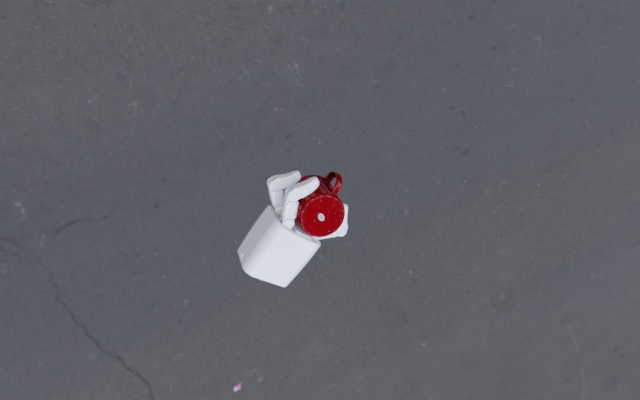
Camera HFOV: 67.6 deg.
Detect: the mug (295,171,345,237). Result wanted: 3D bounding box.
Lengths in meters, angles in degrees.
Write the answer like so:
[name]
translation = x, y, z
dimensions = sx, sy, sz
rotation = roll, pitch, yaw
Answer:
[mug]
translation = 0.001, 0.002, 0.832
dimensions = 0.093, 0.117, 0.081
rotation = 32, 10, -27
